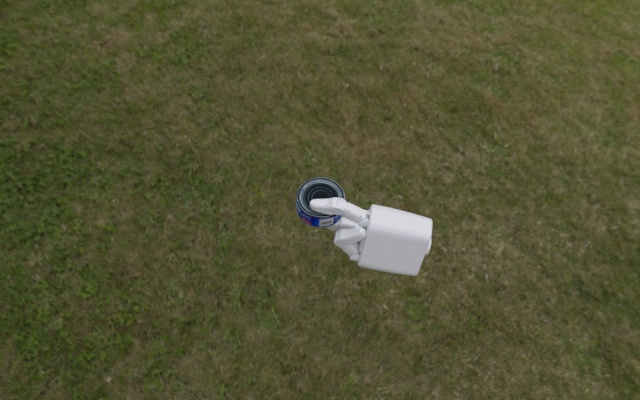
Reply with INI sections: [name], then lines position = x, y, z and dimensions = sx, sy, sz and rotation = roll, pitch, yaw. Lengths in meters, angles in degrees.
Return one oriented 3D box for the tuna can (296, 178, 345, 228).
[tuna can]
position = 0.000, 0.002, 0.830
dimensions = 0.086, 0.086, 0.034
rotation = 0, -33, -3
